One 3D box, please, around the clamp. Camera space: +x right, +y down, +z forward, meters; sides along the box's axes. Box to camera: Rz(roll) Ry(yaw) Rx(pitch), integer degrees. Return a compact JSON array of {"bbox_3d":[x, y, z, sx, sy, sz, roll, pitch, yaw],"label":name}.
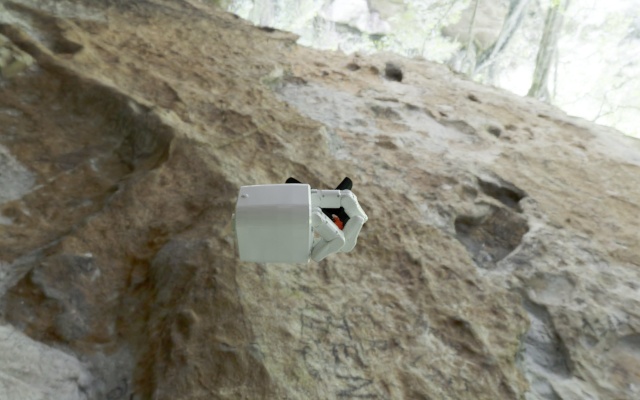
[{"bbox_3d":[0.000,0.003,0.787,0.120,0.039,0.171,-2,27,-1],"label":"clamp"}]
